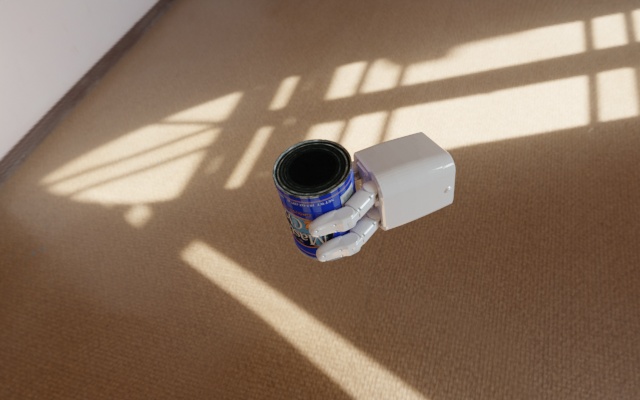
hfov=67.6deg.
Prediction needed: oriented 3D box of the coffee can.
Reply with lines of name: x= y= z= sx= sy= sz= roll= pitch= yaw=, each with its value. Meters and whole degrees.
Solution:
coffee can: x=0.000 y=0.002 z=0.652 sx=0.103 sy=0.102 sz=0.140 roll=0 pitch=-40 yaw=12
